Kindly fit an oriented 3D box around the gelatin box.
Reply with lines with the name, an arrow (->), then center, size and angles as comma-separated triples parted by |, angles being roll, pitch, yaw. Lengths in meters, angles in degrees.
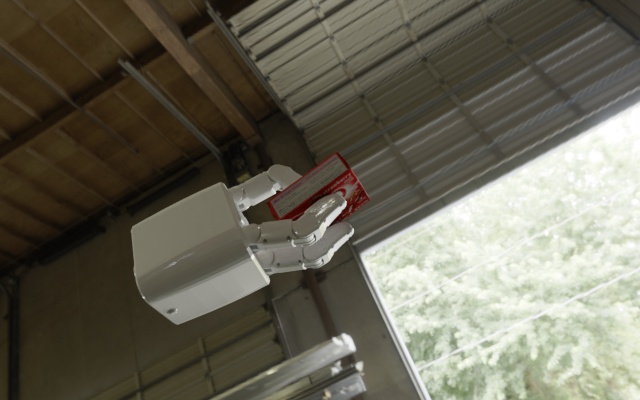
gelatin box -> 0.000, 0.001, 0.489 | 0.089, 0.030, 0.073 | -36, -33, 3
